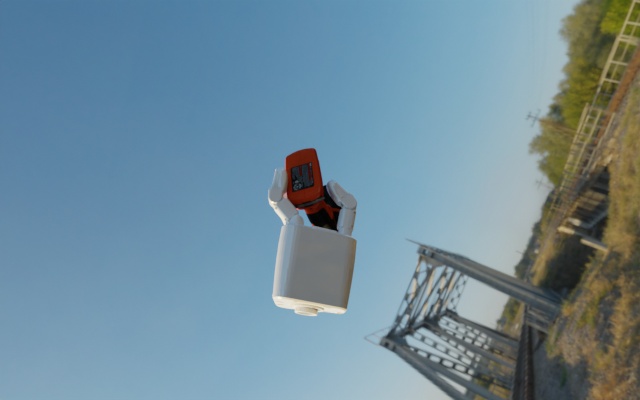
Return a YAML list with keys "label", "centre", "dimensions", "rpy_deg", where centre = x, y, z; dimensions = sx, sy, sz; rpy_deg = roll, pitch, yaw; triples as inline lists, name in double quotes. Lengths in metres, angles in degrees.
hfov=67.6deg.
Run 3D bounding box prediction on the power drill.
- label: "power drill"
  centre: [0.000, 0.003, 0.796]
  dimensions: [0.057, 0.184, 0.188]
  rpy_deg: [-18, -42, 10]
